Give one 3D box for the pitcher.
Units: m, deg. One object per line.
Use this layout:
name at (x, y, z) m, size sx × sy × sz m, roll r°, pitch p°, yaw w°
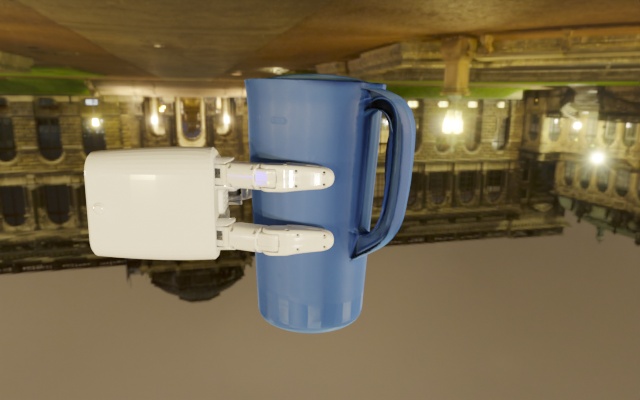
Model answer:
pitcher at (0.000, 0.002, 0.467) m, size 0.145 × 0.243 × 0.149 m, roll 0°, pitch 12°, yaw -6°
